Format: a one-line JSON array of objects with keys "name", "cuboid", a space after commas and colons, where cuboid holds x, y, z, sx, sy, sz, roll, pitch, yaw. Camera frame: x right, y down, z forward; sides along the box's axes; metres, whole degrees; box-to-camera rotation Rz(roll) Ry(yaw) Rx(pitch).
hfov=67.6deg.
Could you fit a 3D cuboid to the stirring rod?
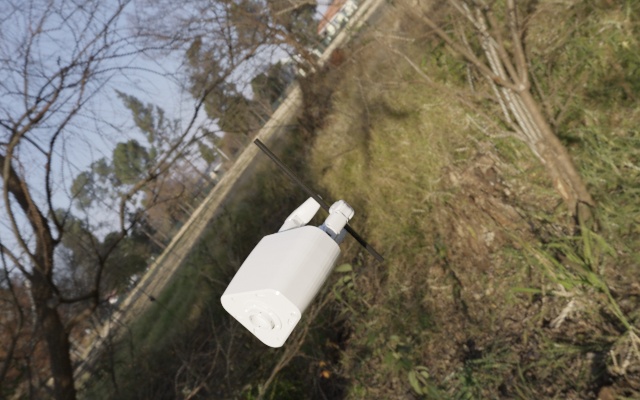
[{"name": "stirring rod", "cuboid": [0.000, 0.002, 0.647, 0.239, 0.011, 0.011, 44, -8, -9]}]
